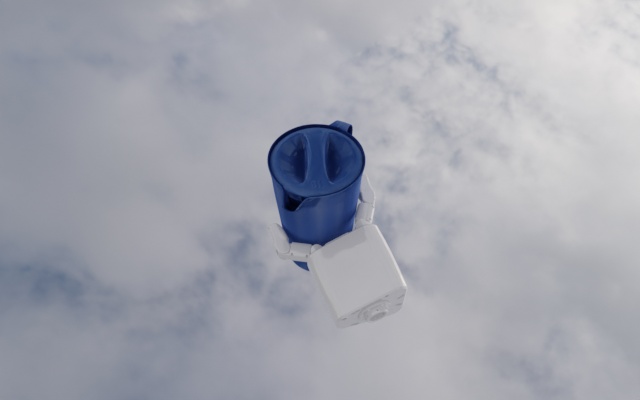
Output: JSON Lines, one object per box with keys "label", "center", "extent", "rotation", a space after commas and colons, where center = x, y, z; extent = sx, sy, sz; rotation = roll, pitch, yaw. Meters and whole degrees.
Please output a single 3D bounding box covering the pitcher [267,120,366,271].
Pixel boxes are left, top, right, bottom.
{"label": "pitcher", "center": [0.000, 0.003, 0.743], "extent": [0.149, 0.145, 0.243], "rotation": [-17, -34, -12]}
